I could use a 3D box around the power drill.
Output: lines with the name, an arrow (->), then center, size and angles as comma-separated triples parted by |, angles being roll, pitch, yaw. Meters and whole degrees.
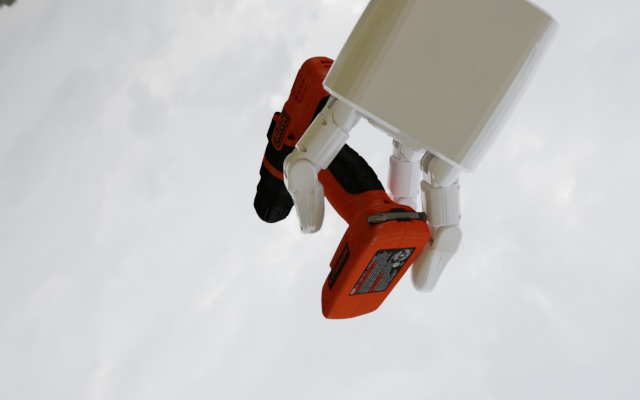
power drill -> 0.000, 0.001, 0.403 | 0.057, 0.187, 0.184 | -4, -43, -30
